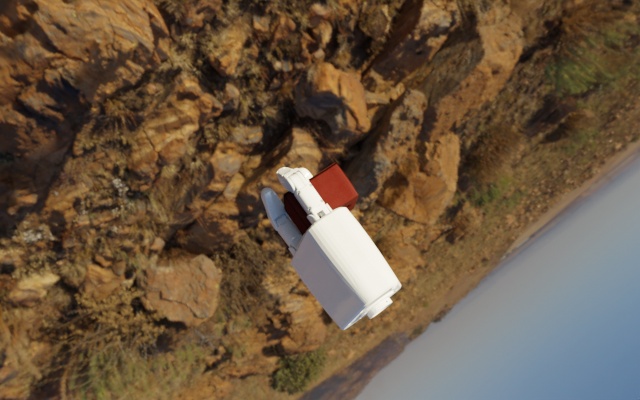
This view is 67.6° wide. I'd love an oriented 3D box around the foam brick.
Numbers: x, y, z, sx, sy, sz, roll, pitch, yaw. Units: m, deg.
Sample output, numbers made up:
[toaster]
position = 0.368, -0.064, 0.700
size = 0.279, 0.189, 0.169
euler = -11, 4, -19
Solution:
[foam brick]
position = 0.000, 0.002, 0.587
size = 0.078, 0.051, 0.053
euler = -33, -16, -15
